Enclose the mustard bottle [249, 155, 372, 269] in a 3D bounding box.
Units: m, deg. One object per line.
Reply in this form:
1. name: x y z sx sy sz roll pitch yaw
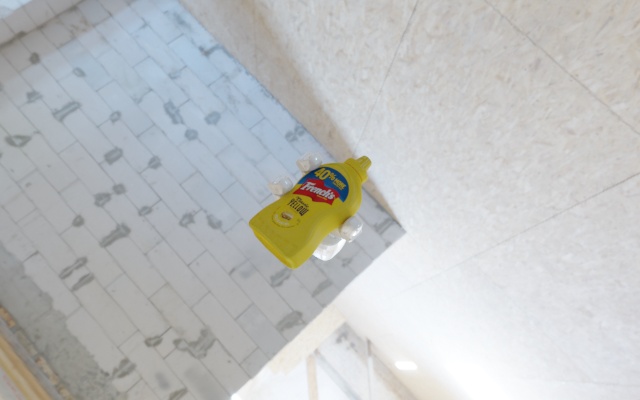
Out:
1. mustard bottle: 0.000 0.002 0.665 0.096 0.191 0.058 36 -21 37
